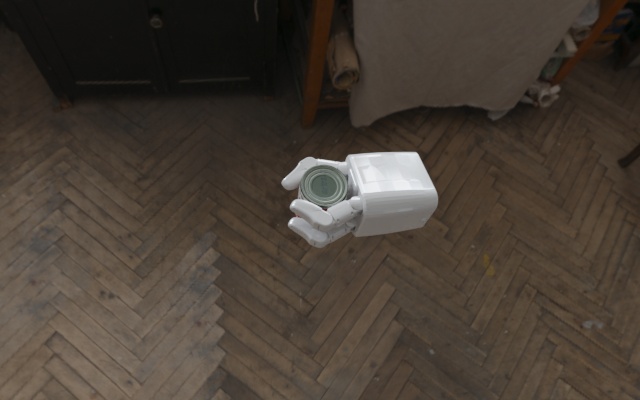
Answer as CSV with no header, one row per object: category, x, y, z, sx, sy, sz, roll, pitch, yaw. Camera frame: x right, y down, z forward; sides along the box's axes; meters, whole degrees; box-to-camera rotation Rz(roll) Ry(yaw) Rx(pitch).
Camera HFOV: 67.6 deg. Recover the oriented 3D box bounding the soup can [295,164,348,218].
soup can,0.000,0.002,0.686,0.068,0.068,0.102,0,-27,-7
